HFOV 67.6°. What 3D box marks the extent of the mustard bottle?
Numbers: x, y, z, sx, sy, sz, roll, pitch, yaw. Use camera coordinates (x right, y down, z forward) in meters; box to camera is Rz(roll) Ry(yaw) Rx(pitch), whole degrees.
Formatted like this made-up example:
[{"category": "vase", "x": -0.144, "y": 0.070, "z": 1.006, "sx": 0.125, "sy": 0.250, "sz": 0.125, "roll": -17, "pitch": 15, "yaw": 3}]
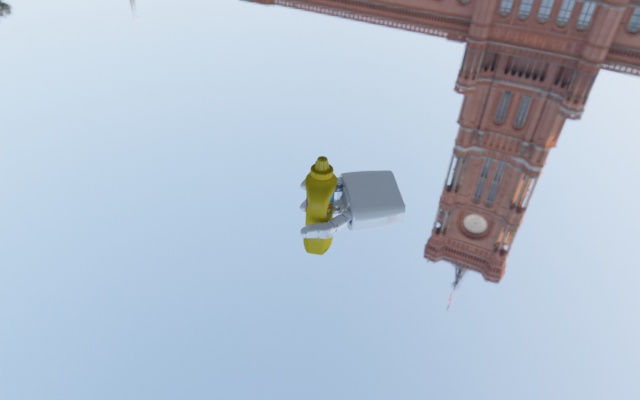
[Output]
[{"category": "mustard bottle", "x": 0.000, "y": 0.003, "z": 0.885, "sx": 0.058, "sy": 0.192, "sz": 0.096, "roll": 9, "pitch": 38, "yaw": 6}]
